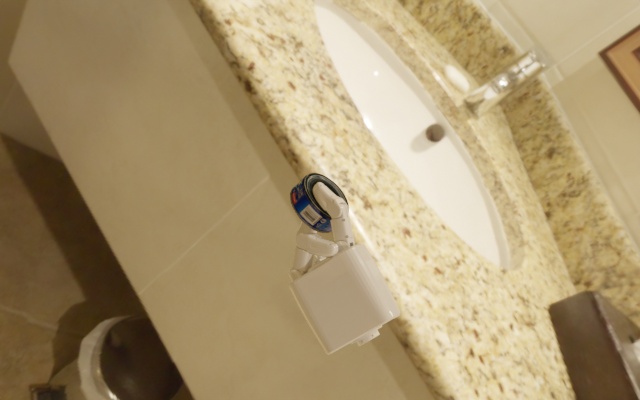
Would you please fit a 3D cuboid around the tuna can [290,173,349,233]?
[{"bbox_3d":[0.000,0.002,0.688,0.086,0.086,0.034,0,-35,-49],"label":"tuna can"}]
